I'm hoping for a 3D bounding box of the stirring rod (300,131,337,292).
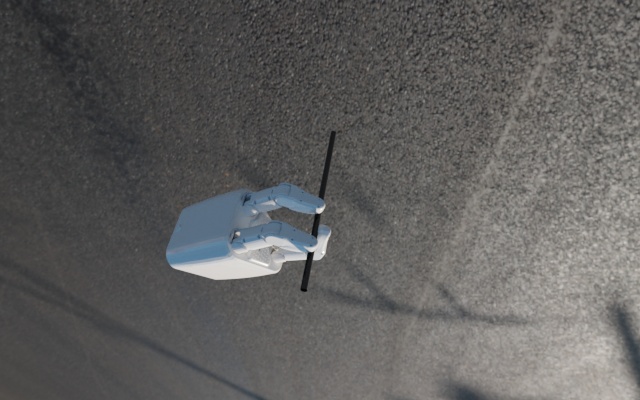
[{"bbox_3d":[0.000,0.002,0.587,0.011,0.239,0.011,7,-36,5],"label":"stirring rod"}]
